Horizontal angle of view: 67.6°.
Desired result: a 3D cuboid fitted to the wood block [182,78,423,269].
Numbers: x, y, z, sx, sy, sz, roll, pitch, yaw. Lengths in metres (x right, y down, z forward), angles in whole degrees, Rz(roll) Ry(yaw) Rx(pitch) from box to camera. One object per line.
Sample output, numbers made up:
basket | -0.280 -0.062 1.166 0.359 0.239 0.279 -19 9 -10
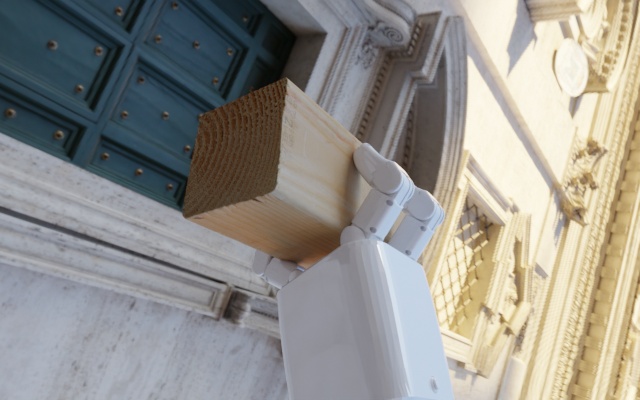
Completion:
wood block | 0.000 0.002 0.402 0.091 0.090 0.206 -14 -30 33
